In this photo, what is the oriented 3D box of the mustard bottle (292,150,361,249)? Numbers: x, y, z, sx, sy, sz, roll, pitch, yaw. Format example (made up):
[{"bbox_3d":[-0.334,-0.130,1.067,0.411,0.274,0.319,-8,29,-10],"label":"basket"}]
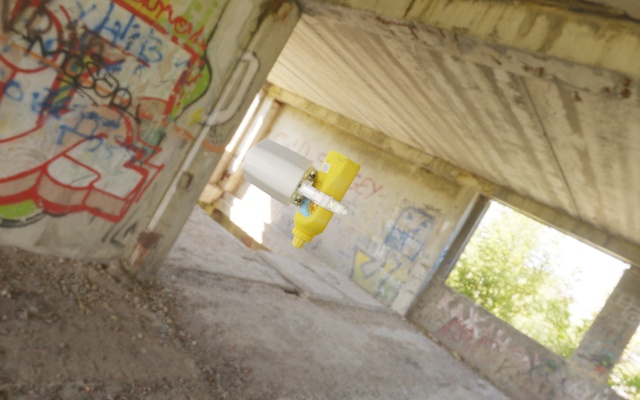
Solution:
[{"bbox_3d":[0.001,0.003,0.888,0.058,0.191,0.096,28,3,-24],"label":"mustard bottle"}]
